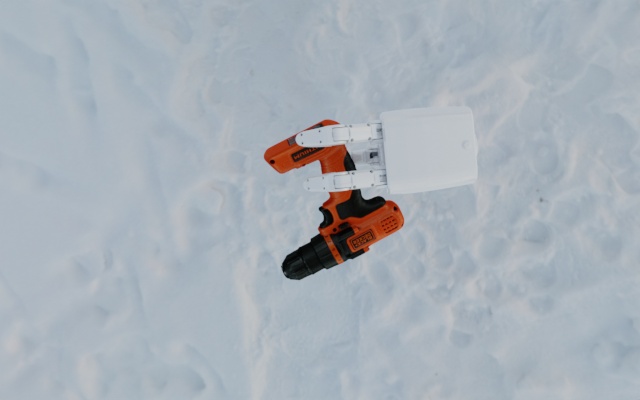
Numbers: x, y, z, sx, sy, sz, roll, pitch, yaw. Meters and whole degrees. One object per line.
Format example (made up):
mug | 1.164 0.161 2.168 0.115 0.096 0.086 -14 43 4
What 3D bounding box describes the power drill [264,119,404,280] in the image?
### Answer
power drill | 0.000 0.002 0.637 0.184 0.188 0.057 -28 23 -1
